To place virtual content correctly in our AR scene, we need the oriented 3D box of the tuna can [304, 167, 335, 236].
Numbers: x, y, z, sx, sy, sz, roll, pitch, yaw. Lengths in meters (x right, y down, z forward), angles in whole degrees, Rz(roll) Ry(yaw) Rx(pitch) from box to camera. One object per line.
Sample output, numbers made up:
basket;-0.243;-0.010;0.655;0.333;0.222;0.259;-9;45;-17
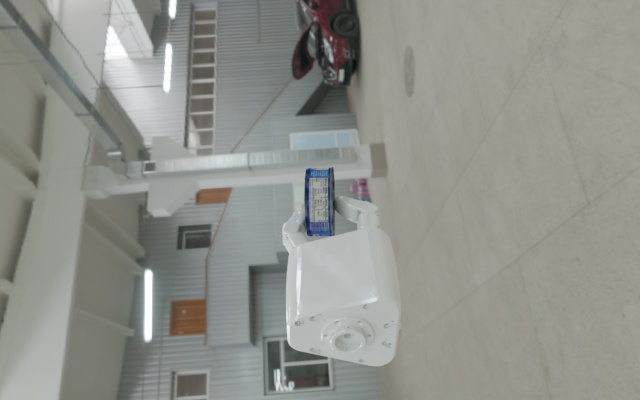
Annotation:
tuna can;0.000;0.002;0.586;0.034;0.086;0.086;-1;0;3
